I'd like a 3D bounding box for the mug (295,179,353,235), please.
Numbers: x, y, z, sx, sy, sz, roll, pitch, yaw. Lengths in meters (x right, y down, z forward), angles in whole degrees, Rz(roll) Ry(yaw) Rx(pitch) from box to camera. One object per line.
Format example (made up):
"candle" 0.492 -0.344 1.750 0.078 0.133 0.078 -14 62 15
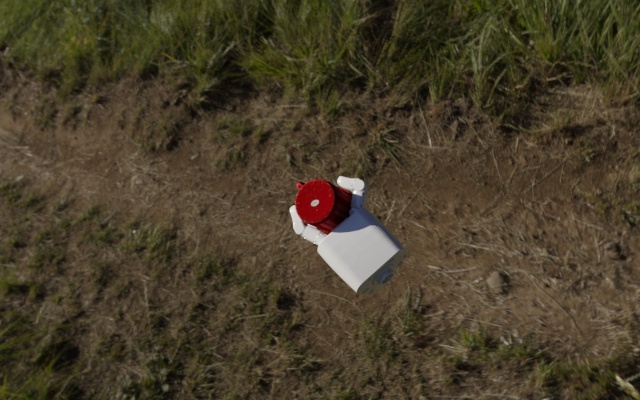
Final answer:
"mug" -0.001 0.002 0.854 0.117 0.093 0.081 45 8 29
